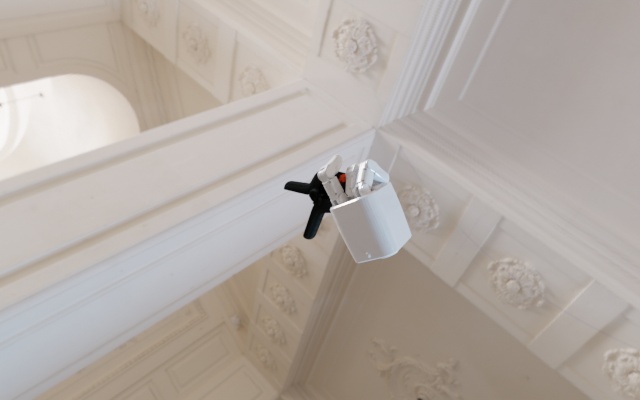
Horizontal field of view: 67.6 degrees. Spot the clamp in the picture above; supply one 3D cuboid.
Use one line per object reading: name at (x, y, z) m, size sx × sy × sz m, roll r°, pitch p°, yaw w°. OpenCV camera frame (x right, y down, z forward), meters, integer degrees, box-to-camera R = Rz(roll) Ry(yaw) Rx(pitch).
clamp at (0.001, 0.003, 0.877) m, size 0.039 × 0.120 × 0.171 m, roll -22°, pitch 0°, yaw -39°
